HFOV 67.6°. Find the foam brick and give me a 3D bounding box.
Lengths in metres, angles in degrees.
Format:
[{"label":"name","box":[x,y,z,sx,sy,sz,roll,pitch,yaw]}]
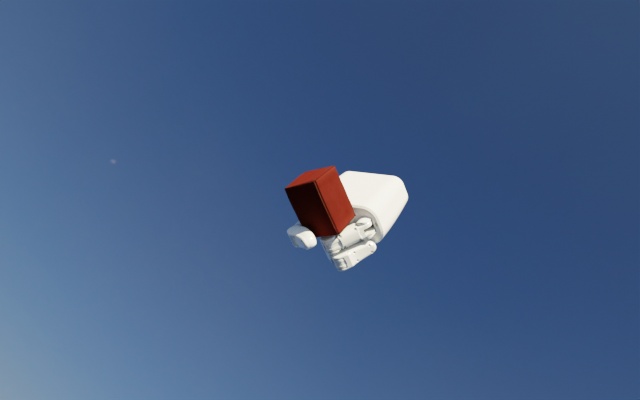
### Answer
[{"label":"foam brick","box":[0.000,0.002,0.618,0.053,0.078,0.051,-10,23,38]}]
